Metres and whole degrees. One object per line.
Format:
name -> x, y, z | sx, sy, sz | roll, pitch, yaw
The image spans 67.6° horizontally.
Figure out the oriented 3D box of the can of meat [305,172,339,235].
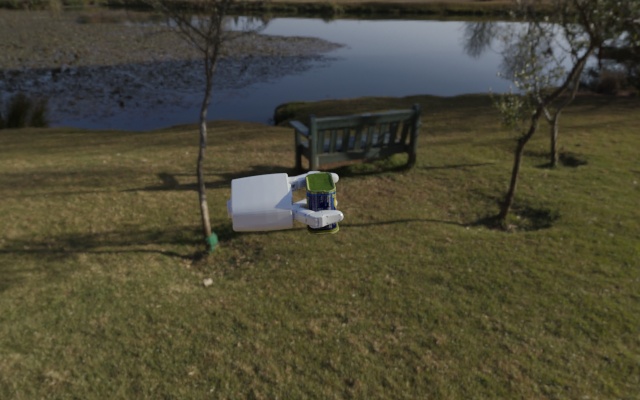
can of meat -> 0.000, 0.003, 0.879 | 0.057, 0.084, 0.102 | -4, 24, -3
